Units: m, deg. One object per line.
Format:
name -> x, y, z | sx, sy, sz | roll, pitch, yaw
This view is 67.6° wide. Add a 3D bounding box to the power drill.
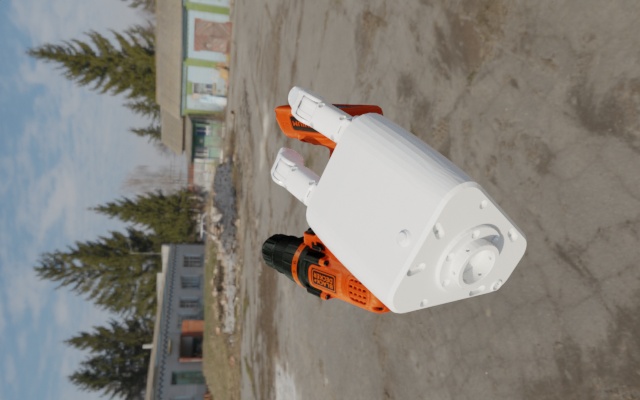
power drill -> 0.000, 0.001, 0.465 | 0.057, 0.188, 0.184 | -18, 20, -42
